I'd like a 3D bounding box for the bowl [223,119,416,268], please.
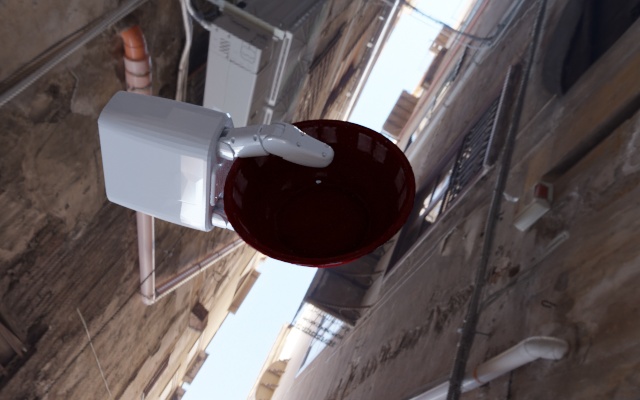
[{"bbox_3d":[0.001,0.002,0.419,0.162,0.162,0.055,0,-40,5],"label":"bowl"}]
